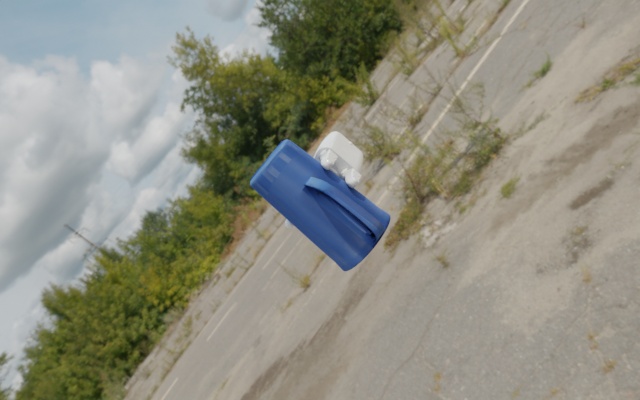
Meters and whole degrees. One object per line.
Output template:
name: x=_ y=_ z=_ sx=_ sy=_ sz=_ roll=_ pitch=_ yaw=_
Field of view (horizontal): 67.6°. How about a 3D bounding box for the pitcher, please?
pitcher: x=0.000 y=0.003 z=0.852 sx=0.243 sy=0.149 sz=0.145 roll=39 pitch=29 yaw=-8
